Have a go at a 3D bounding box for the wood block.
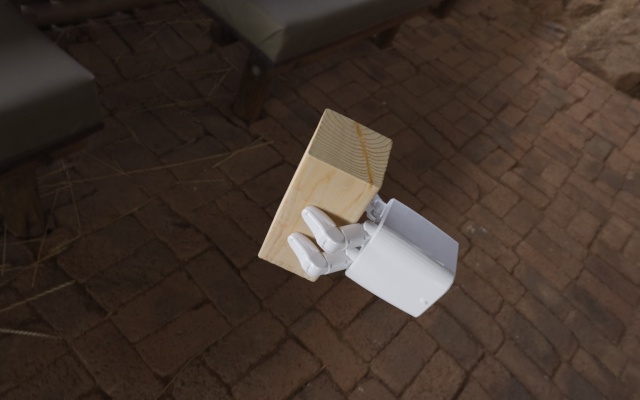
[{"bbox_3d":[0.001,0.002,0.604,0.090,0.090,0.206,25,-44,-5],"label":"wood block"}]
